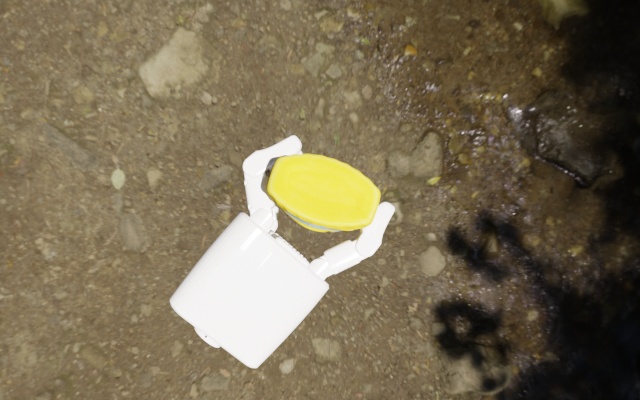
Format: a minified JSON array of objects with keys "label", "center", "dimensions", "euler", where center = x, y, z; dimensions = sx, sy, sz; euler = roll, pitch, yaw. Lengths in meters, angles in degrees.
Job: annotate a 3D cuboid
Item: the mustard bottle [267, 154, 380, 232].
[{"label":"mustard bottle","center":[0.000,0.001,0.490],"dimensions":[0.096,0.058,0.191],"euler":[17,-6,0]}]
